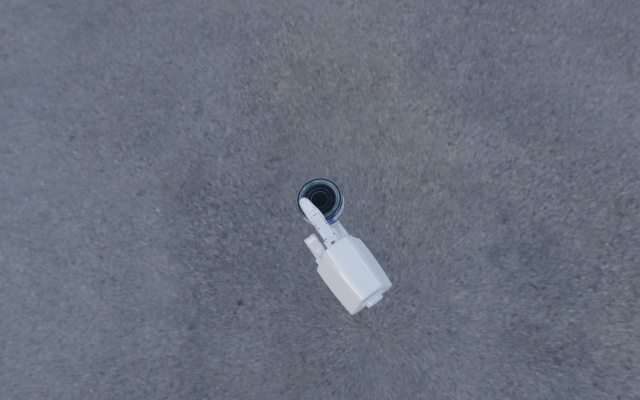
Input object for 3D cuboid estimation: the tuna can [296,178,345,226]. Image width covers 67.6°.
[{"bbox_3d":[0.000,0.003,0.866,0.086,0.086,0.034,0,-19,10],"label":"tuna can"}]
